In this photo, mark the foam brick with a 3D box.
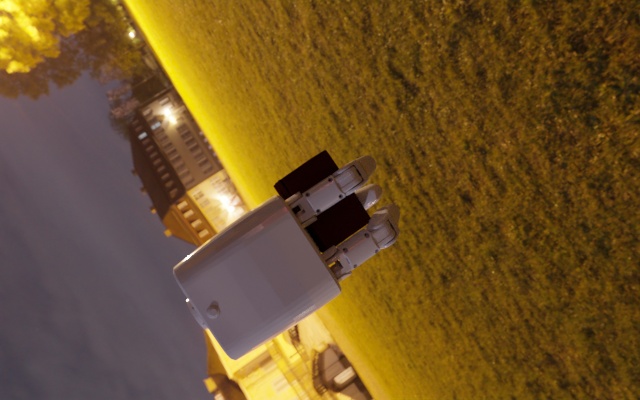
[{"bbox_3d":[0.000,0.001,0.437,0.051,0.078,0.053,-34,3,-11],"label":"foam brick"}]
